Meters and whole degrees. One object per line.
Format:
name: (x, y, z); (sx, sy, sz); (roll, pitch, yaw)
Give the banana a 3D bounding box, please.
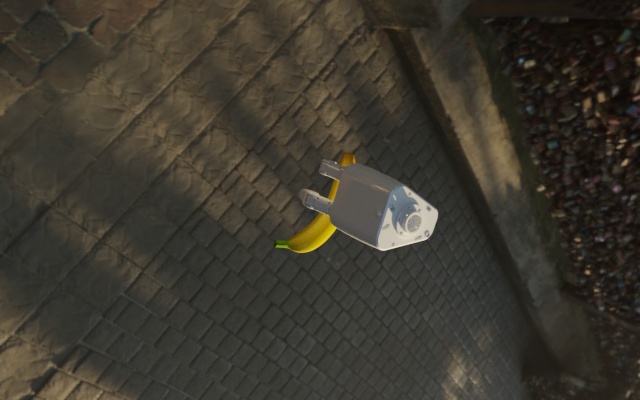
banana: (0.010, 0.015, 0.786); (0.070, 0.198, 0.037); (41, -6, -35)
